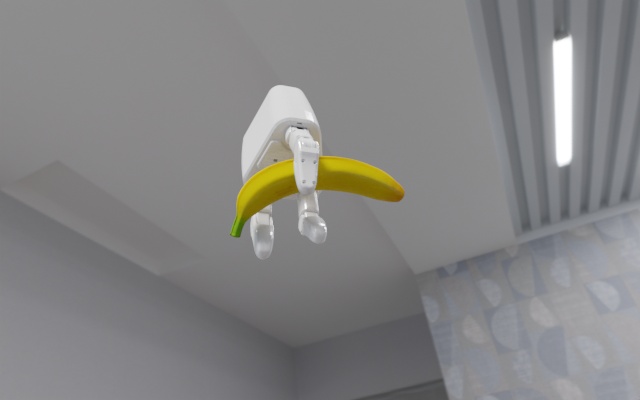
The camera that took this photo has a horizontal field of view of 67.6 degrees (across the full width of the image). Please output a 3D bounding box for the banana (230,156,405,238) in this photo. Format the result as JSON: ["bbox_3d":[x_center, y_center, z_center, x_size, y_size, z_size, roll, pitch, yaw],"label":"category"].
[{"bbox_3d":[-0.006,-0.015,0.519,0.198,0.070,0.037,-12,19,-8],"label":"banana"}]
